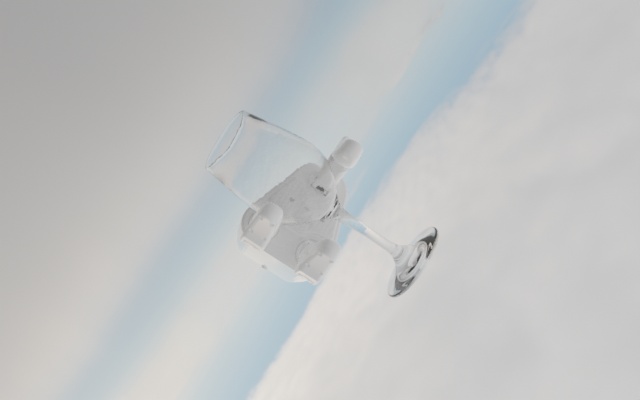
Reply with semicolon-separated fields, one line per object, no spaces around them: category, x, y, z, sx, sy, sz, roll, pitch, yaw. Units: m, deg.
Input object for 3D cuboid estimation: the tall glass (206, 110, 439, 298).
tall glass;0.001;0.002;0.423;0.201;0.079;0.079;33;-3;-4
